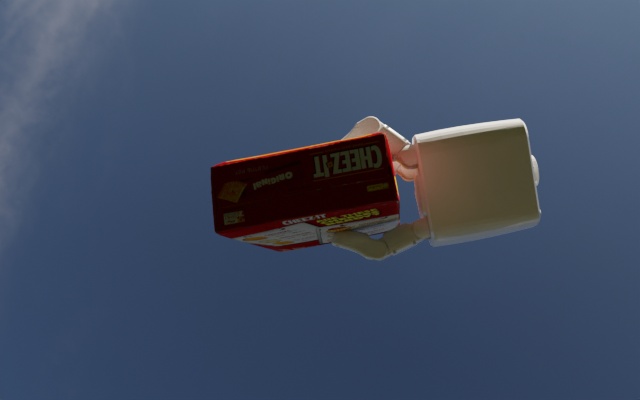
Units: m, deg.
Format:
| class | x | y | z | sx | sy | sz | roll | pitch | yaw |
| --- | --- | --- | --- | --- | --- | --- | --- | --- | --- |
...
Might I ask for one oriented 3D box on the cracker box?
| class | x | y | z | sx | sy | sz | roll | pitch | yaw |
| --- | --- | --- | --- | --- | --- | --- | --- | --- | --- |
| cracker box | 0.000 | 0.002 | 0.513 | 0.164 | 0.072 | 0.214 | -11 | -12 | 8 |
